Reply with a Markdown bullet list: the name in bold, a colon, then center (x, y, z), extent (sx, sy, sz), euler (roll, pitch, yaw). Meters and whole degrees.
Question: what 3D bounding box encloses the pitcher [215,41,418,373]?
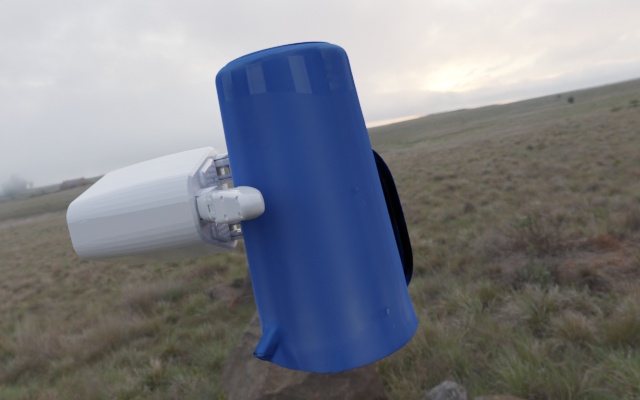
- **pitcher**: center (0.000, 0.001, 0.402), extent (0.145, 0.243, 0.149), euler (-11, 7, 5)
